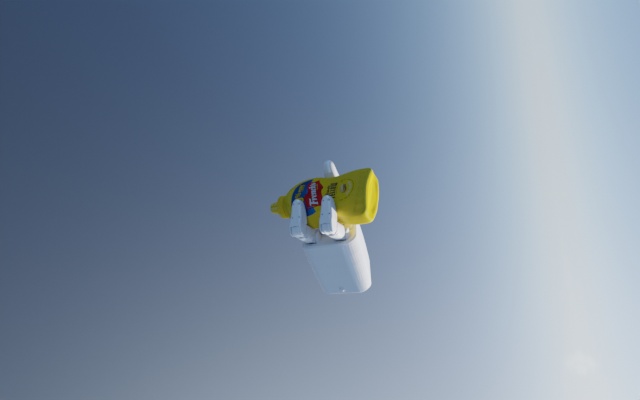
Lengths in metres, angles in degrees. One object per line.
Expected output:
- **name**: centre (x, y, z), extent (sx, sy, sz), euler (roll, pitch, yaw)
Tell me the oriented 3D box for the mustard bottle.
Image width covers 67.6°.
- **mustard bottle**: centre (0.000, 0.002, 0.812), extent (0.191, 0.096, 0.058), euler (-9, -38, 26)
